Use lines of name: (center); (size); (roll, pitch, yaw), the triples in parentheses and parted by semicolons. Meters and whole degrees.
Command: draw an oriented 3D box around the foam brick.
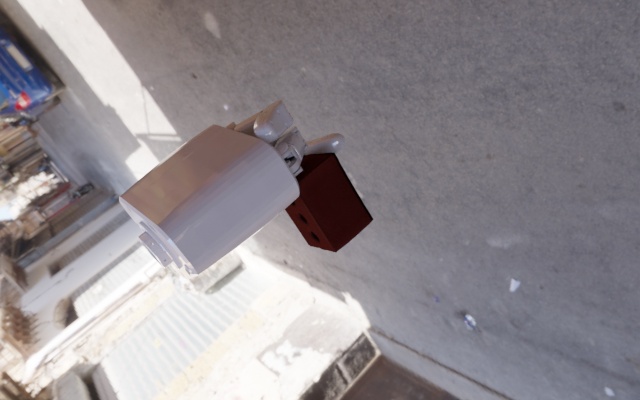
foam brick: (0.000, 0.002, 0.443); (0.051, 0.078, 0.053); (-42, 22, -23)
